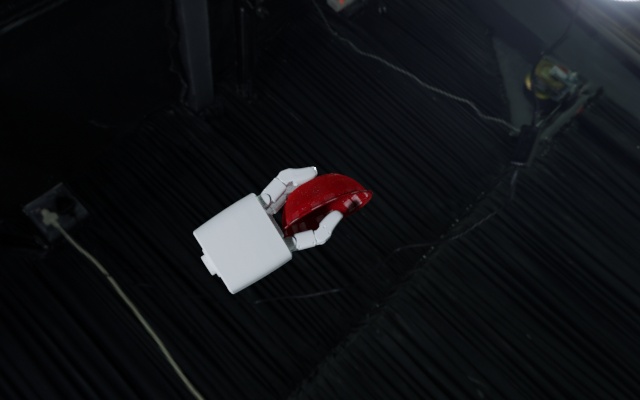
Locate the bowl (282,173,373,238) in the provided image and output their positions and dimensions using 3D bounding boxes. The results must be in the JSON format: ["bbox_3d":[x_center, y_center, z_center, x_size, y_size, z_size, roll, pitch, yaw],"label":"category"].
[{"bbox_3d":[0.001,0.002,0.765,0.162,0.055,0.162,-23,-15,-7],"label":"bowl"}]
